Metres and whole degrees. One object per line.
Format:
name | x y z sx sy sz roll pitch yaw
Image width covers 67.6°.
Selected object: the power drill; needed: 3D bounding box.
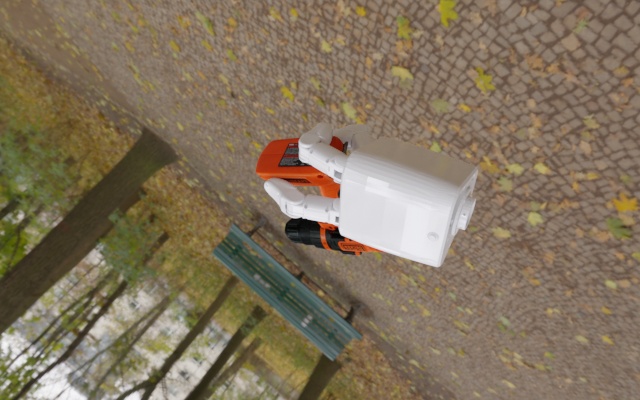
power drill | 0.000 0.002 0.597 0.184 0.057 0.188 -1 -35 32
